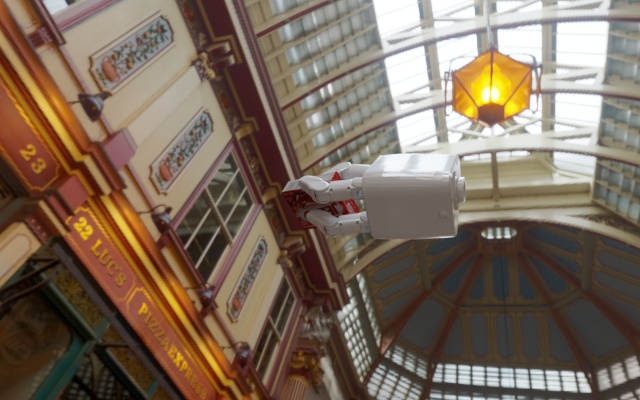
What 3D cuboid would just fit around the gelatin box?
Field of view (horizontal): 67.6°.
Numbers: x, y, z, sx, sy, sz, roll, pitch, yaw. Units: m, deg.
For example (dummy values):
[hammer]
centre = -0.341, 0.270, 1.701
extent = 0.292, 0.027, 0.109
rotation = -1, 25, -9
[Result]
[gelatin box]
centre = 0.000, 0.002, 0.674
extent = 0.089, 0.073, 0.030
rotation = -10, 34, 34
